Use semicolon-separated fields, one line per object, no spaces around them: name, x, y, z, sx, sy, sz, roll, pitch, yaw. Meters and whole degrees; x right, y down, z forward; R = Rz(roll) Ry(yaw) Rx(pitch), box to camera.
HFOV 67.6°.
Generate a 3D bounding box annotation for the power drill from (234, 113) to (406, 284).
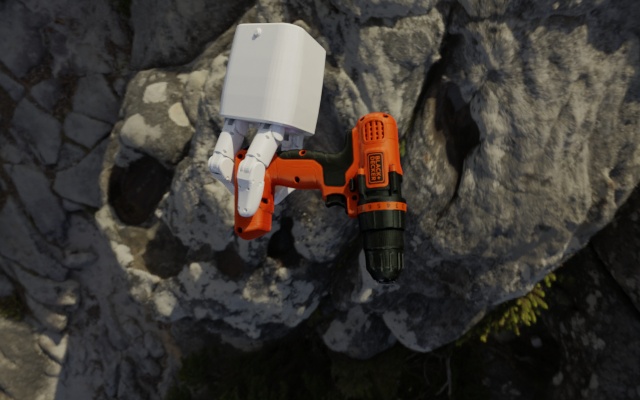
power drill;0.000;0.001;0.530;0.187;0.184;0.057;-4;-13;13
